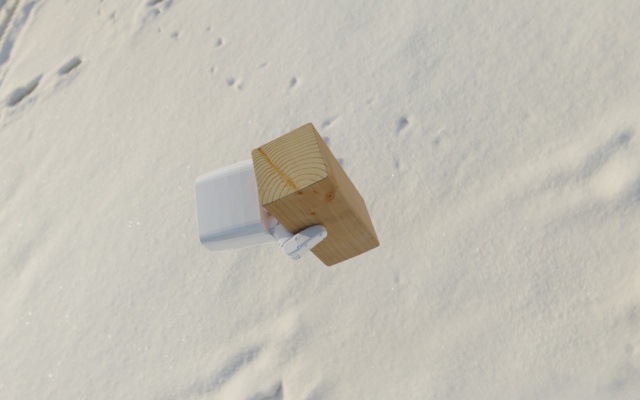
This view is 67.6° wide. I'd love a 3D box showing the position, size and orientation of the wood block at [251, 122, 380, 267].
[{"bbox_3d":[0.000,0.002,0.653,0.090,0.090,0.206,-24,-35,12],"label":"wood block"}]
